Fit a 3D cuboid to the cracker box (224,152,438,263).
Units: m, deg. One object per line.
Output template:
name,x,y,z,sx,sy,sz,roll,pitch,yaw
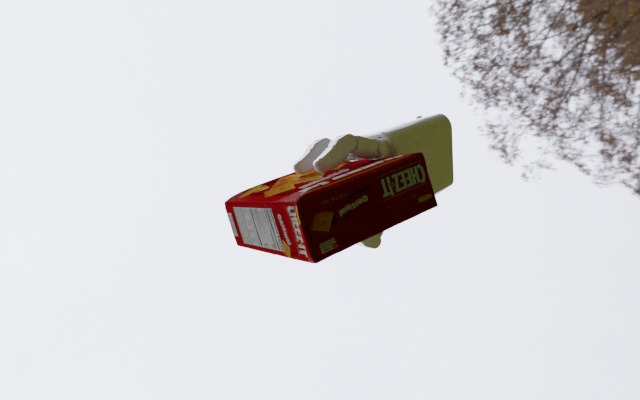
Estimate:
cracker box,0.000,0.002,0.564,0.164,0.072,0.213,-22,10,-28
